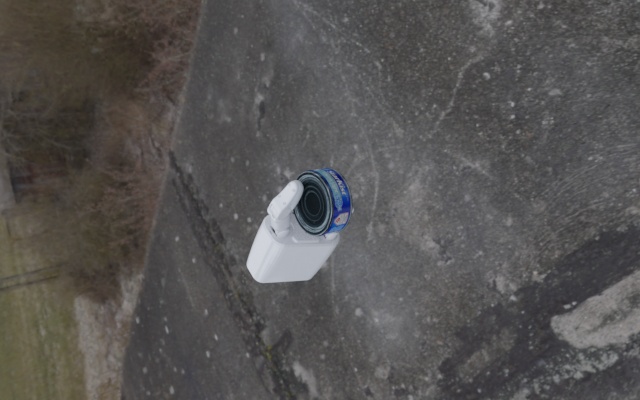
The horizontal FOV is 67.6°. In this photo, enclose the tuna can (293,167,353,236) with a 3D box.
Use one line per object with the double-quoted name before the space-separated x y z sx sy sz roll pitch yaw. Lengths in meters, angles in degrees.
"tuna can" 0.000 0.002 0.609 0.034 0.086 0.086 -10 6 -38
